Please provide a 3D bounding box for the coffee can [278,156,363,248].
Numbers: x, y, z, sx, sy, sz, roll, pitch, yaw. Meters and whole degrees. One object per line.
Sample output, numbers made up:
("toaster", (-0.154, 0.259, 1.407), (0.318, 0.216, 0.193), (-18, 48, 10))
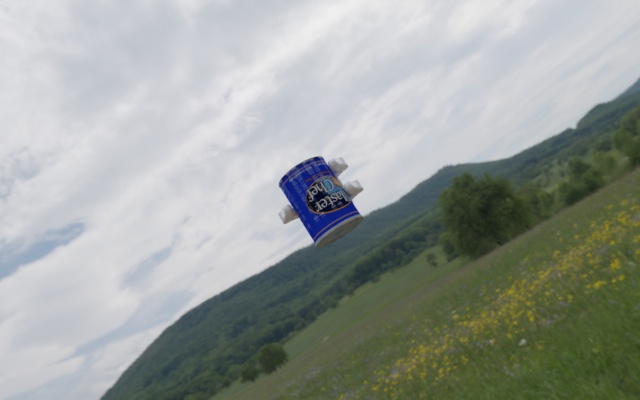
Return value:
("coffee can", (0.000, 0.003, 0.894), (0.103, 0.140, 0.103), (-30, -14, -9))
